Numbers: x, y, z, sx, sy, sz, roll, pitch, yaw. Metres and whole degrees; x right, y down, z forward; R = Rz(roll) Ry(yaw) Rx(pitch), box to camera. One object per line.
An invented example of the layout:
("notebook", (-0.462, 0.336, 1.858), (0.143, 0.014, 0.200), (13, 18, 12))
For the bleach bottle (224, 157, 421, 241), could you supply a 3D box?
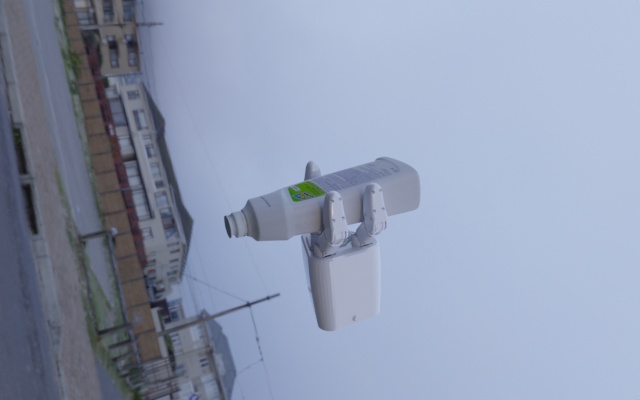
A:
("bleach bottle", (0.000, 0.002, 0.613), (0.251, 0.068, 0.102), (-13, 20, -23))
